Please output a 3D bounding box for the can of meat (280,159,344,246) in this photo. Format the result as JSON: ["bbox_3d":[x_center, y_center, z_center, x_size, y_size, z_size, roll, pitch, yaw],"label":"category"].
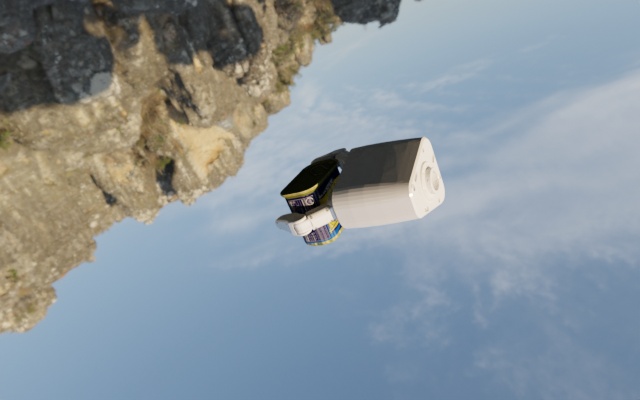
[{"bbox_3d":[0.000,0.003,0.662,0.057,0.084,0.102,-10,25,32],"label":"can of meat"}]
